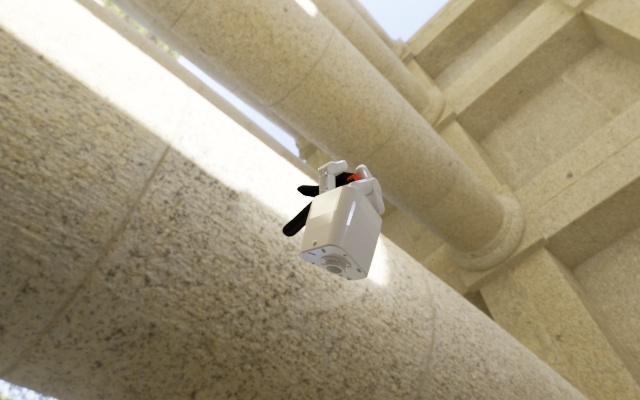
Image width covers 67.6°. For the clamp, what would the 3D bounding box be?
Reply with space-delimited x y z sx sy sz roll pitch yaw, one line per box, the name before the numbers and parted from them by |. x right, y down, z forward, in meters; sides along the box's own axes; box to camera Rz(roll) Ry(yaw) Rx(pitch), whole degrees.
clamp | 0.001 0.003 0.836 0.039 0.120 0.171 36 -36 -29
